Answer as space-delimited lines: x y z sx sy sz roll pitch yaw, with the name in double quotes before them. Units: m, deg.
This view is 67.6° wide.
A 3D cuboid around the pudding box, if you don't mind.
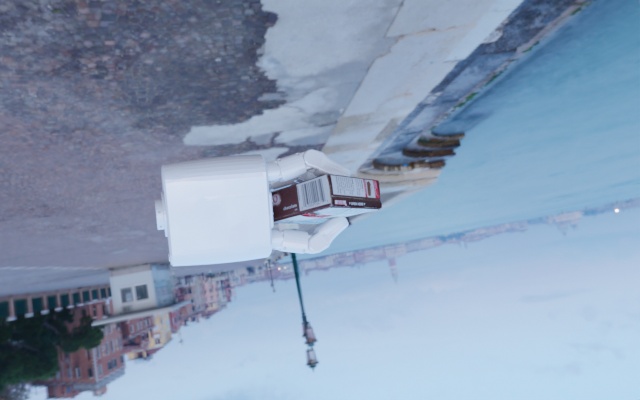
"pudding box" 0.000 0.002 0.556 0.113 0.039 0.090 -14 -11 43
